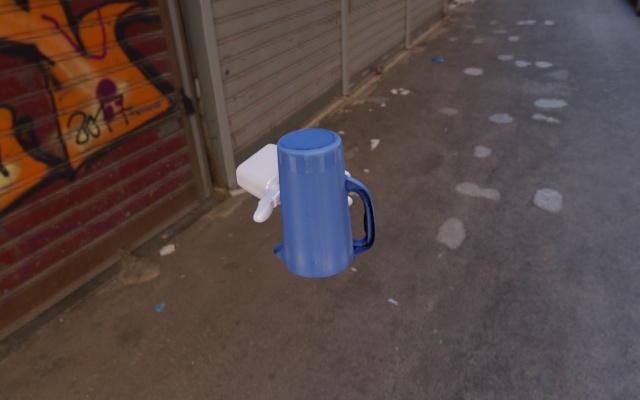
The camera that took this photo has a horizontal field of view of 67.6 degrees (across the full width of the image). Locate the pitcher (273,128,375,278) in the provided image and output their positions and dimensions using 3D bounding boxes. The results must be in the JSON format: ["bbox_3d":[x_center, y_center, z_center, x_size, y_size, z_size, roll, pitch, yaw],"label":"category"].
[{"bbox_3d":[0.000,0.003,0.837,0.149,0.243,0.145,-28,37,-35],"label":"pitcher"}]
